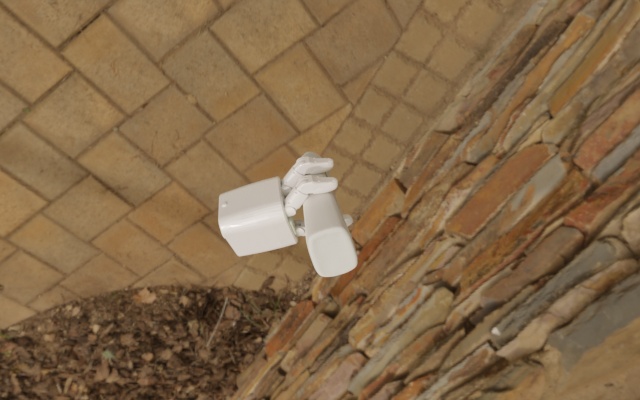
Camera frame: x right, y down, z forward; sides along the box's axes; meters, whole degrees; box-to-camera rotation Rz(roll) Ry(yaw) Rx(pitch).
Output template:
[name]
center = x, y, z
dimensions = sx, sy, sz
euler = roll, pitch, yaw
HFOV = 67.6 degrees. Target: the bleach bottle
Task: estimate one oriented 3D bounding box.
[bleach bottle]
center = 0.000, 0.003, 0.800
dimensions = 0.068, 0.103, 0.250
euler = -16, 38, 2
